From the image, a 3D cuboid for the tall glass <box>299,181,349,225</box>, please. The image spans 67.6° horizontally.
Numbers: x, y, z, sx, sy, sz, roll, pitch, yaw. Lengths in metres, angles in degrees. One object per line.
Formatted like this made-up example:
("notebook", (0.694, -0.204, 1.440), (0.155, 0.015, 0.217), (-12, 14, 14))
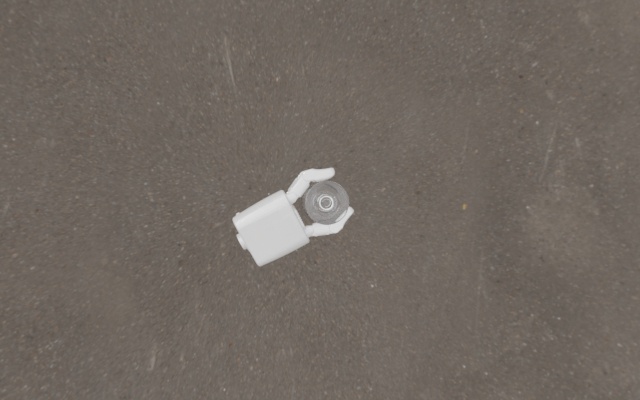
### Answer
("tall glass", (0.000, 0.003, 0.897), (0.079, 0.079, 0.201), (0, 1, -6))
